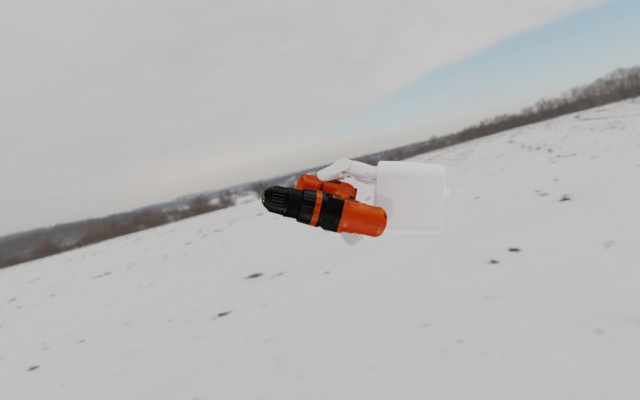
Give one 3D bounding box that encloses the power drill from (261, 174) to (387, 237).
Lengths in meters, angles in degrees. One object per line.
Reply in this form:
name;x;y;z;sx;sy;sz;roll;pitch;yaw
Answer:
power drill;0.000;0.002;0.755;0.184;0.057;0.187;15;11;-8
